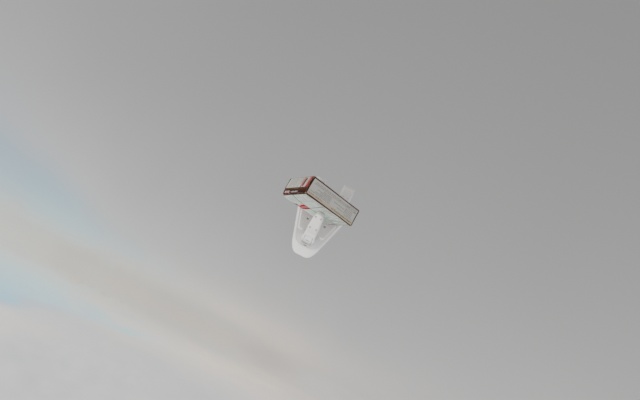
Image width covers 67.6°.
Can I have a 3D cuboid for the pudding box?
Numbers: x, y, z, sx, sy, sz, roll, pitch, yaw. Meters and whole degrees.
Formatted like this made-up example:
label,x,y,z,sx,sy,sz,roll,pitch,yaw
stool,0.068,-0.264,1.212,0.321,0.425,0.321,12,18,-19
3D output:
label,x,y,z,sx,sy,sz,roll,pitch,yaw
pudding box,0.000,0.003,0.855,0.113,0.039,0.090,35,-19,-26
